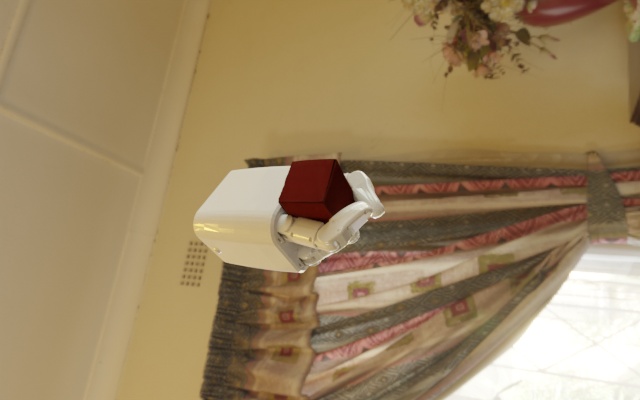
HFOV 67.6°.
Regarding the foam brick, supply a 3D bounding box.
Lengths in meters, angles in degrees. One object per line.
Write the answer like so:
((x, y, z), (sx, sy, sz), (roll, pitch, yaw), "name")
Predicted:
((0.000, 0.001, 0.489), (0.051, 0.053, 0.078), (2, -34, 26), "foam brick")
